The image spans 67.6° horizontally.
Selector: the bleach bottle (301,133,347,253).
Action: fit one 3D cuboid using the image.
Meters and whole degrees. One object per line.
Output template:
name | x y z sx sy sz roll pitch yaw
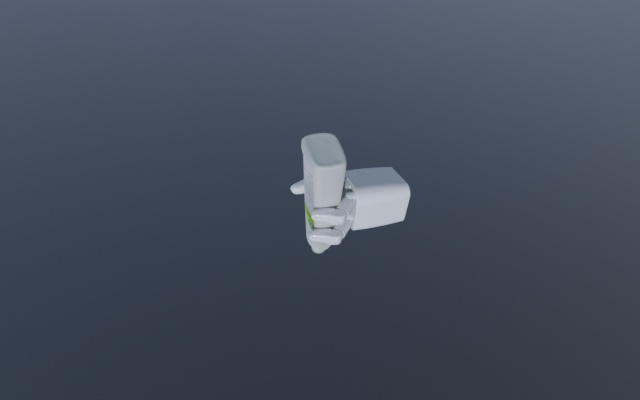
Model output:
bleach bottle | 0.000 0.003 0.899 0.068 0.251 0.102 -8 46 -13
